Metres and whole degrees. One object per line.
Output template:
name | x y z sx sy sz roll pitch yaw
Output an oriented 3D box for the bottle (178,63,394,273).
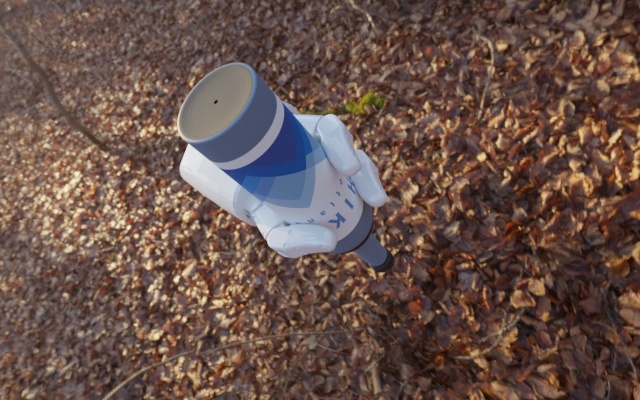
bottle | 0.000 0.001 0.428 0.069 0.069 0.296 0 -27 32
